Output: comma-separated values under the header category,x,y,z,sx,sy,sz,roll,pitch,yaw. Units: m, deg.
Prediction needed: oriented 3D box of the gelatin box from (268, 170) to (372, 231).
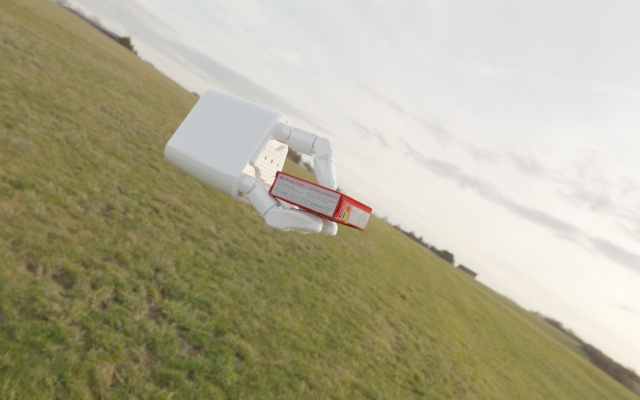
category,x,y,z,sx,sy,sz,roll,pitch,yaw
gelatin box,0.001,0.001,0.510,0.089,0.030,0.073,19,-3,32
